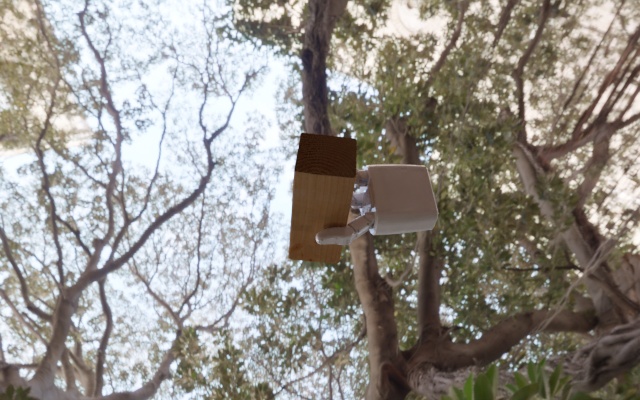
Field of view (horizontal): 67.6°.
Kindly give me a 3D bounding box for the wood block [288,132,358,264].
[{"bbox_3d":[0.000,0.003,0.771,0.090,0.090,0.206,6,-44,-1],"label":"wood block"}]
